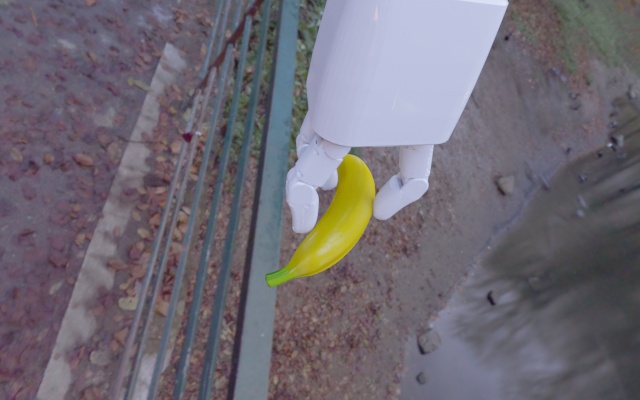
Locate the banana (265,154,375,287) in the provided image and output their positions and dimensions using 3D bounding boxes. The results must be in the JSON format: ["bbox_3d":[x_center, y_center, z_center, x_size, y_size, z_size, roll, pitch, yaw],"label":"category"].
[{"bbox_3d":[0.016,0.004,0.439,0.069,0.037,0.197,2,34,22],"label":"banana"}]
